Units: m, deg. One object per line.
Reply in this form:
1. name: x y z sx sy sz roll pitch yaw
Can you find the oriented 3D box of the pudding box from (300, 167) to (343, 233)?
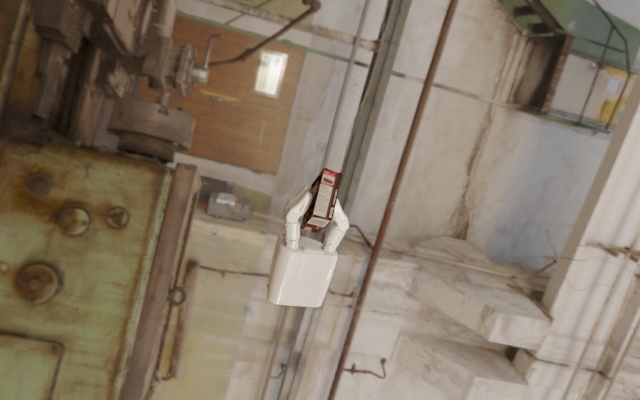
1. pudding box: 0.000 0.003 0.833 0.039 0.090 0.113 16 -16 -10
